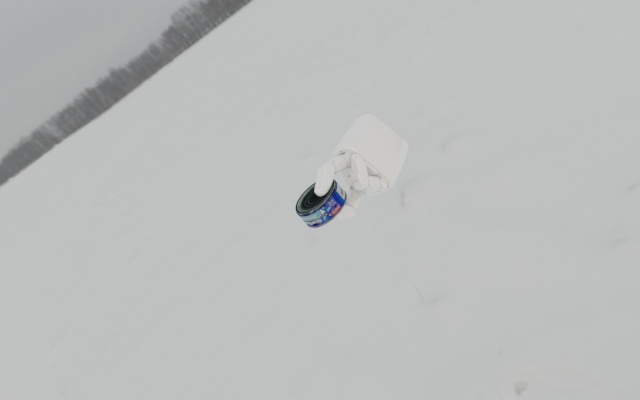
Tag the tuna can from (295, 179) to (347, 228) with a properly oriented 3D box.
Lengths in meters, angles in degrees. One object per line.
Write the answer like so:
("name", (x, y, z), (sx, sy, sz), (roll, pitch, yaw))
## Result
("tuna can", (0.000, 0.002, 0.794), (0.086, 0.086, 0.034), (0, -42, 53))
